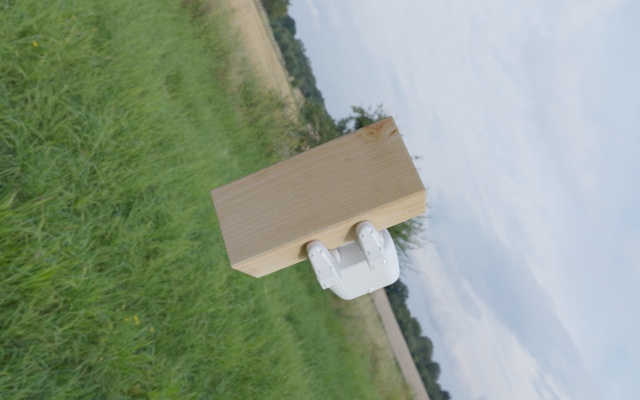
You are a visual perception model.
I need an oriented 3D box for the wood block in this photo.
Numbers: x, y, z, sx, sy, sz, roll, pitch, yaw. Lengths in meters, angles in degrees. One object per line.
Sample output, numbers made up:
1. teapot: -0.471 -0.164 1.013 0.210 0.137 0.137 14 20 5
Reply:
1. wood block: 0.000 0.001 0.520 0.206 0.090 0.090 -22 -19 5
